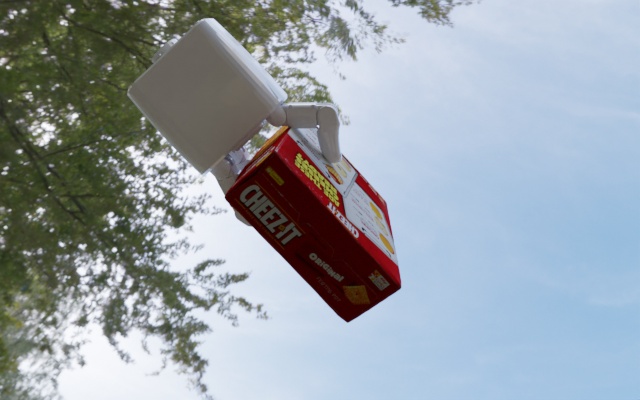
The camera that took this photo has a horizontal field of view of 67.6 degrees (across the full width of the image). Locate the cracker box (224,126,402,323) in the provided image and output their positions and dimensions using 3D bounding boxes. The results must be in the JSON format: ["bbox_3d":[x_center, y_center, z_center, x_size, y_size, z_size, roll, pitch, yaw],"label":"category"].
[{"bbox_3d":[0.000,0.001,0.503,0.072,0.164,0.213,-40,13,16],"label":"cracker box"}]
